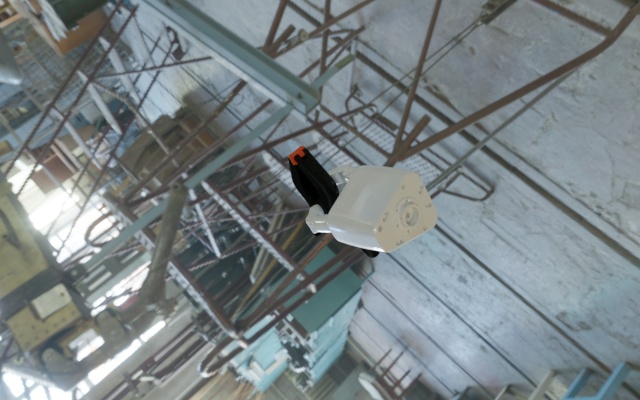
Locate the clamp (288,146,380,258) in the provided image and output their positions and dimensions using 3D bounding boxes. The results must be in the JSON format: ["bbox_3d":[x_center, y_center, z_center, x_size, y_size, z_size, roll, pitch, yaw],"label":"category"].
[{"bbox_3d":[-0.001,0.003,0.795,0.036,0.210,0.164,-44,26,-24],"label":"clamp"}]
